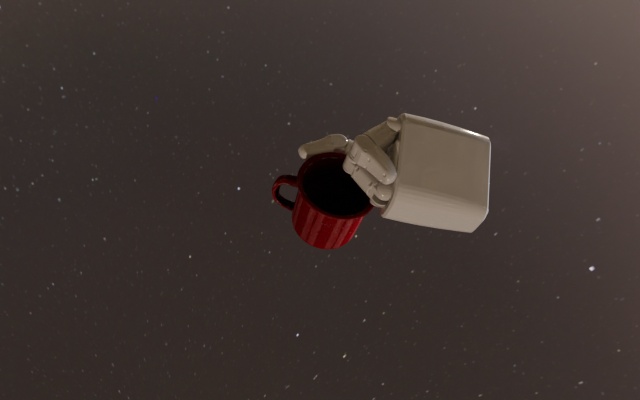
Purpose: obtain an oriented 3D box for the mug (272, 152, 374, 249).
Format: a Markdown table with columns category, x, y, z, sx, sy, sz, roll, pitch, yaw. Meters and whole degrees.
| category | x | y | z | sx | sy | sz | roll | pitch | yaw |
| --- | --- | --- | --- | --- | --- | --- | --- | --- | --- |
| mug | -0.001 | 0.002 | 0.558 | 0.117 | 0.093 | 0.082 | 13 | -37 | -5 |
